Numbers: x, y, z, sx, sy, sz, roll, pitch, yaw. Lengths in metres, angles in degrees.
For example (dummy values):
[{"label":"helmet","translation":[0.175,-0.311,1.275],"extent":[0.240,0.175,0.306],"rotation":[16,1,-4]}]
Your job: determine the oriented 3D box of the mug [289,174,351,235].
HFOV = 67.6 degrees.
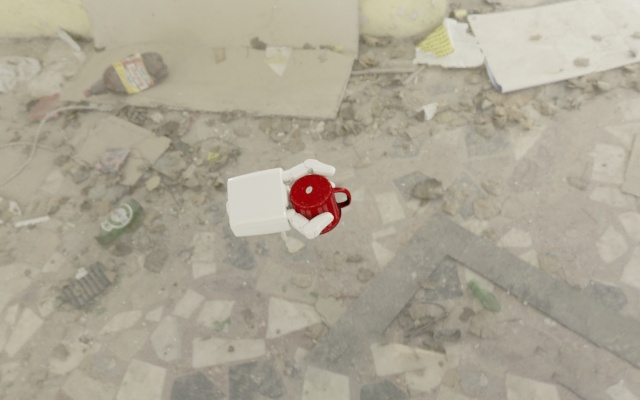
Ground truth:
[{"label":"mug","translation":[0.002,0.003,0.896],"extent":[0.117,0.093,0.082],"rotation":[-10,-38,5]}]
